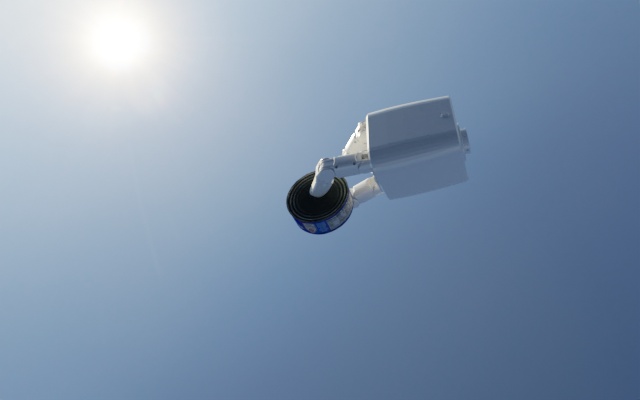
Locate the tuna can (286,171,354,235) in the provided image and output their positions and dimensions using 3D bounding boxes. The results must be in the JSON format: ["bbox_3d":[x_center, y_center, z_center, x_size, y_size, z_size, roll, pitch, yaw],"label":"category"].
[{"bbox_3d":[0.000,0.002,0.636,0.086,0.086,0.034,0,-36,22],"label":"tuna can"}]
